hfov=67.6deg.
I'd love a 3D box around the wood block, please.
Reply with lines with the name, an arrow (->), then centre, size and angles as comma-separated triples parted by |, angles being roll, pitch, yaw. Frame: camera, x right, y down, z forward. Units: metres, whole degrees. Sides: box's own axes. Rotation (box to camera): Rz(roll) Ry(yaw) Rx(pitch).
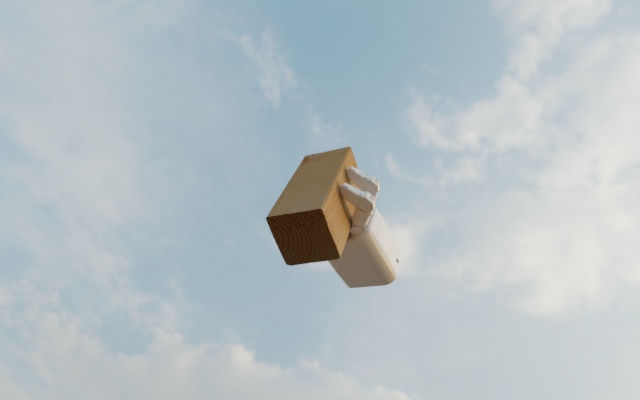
wood block -> 0.000, 0.003, 0.766 | 0.091, 0.090, 0.206 | -11, 27, 22
